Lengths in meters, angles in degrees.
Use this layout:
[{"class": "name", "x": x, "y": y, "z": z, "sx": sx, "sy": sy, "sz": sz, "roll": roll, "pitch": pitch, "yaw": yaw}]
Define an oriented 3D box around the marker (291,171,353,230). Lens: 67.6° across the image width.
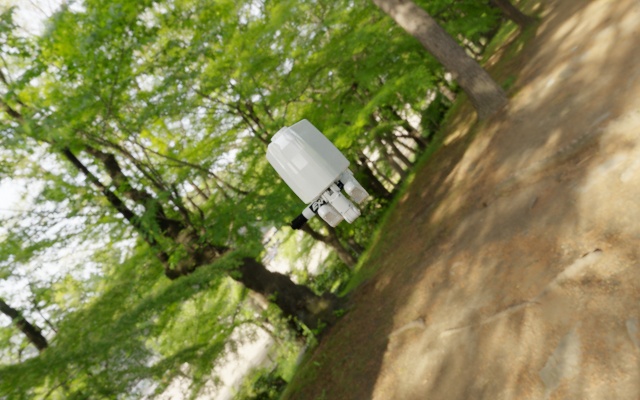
[{"class": "marker", "x": 0.000, "y": 0.002, "z": 0.738, "sx": 0.121, "sy": 0.020, "sz": 0.020, "roll": -43, "pitch": -6, "yaw": 7}]
